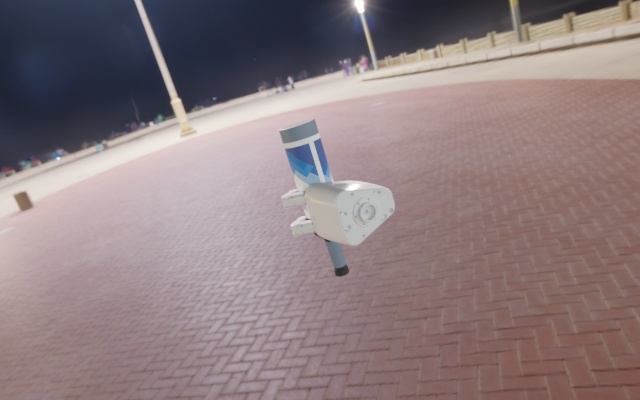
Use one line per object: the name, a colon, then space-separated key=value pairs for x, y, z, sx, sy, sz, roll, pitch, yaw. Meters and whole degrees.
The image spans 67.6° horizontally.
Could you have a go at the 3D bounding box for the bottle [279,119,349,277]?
bottle: x=0.000 y=0.003 z=0.873 sx=0.069 sy=0.296 sz=0.069 roll=-16 pitch=15 yaw=4
